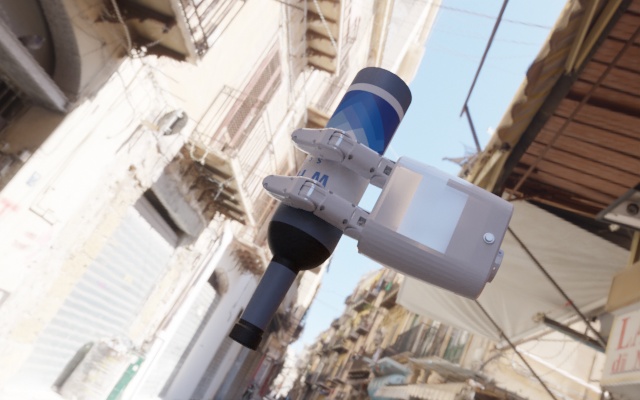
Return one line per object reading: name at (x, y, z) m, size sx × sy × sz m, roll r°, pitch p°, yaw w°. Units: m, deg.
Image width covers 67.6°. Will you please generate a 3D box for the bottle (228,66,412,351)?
bottle at (0.000, 0.001, 0.456) m, size 0.069 × 0.295 × 0.069 m, roll 25°, pitch -21°, yaw 11°
